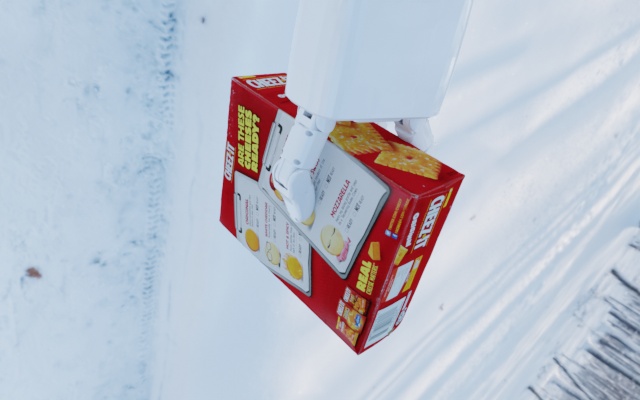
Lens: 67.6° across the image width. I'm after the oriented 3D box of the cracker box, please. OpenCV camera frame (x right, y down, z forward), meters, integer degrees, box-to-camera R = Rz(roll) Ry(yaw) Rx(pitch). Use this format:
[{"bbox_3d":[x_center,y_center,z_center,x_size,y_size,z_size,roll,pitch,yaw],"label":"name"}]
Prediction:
[{"bbox_3d":[0.000,0.002,0.428,0.072,0.164,0.213,-19,44,-40],"label":"cracker box"}]
